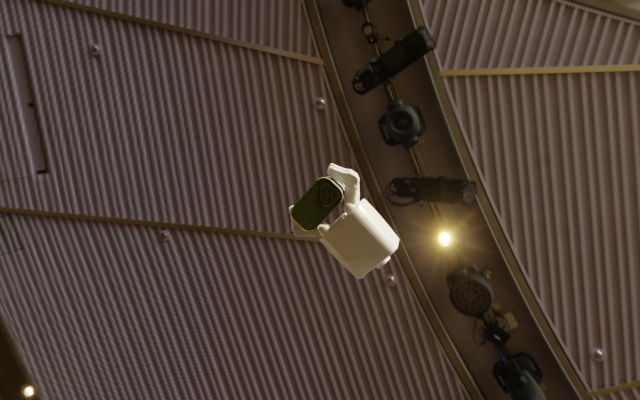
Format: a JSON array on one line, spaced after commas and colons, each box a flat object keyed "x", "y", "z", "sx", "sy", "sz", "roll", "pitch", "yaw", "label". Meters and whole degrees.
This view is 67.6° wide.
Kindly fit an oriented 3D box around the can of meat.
[{"x": 0.000, "y": 0.003, "z": 0.875, "sx": 0.057, "sy": 0.102, "sz": 0.084, "roll": 43, "pitch": 13, "yaw": 3, "label": "can of meat"}]
